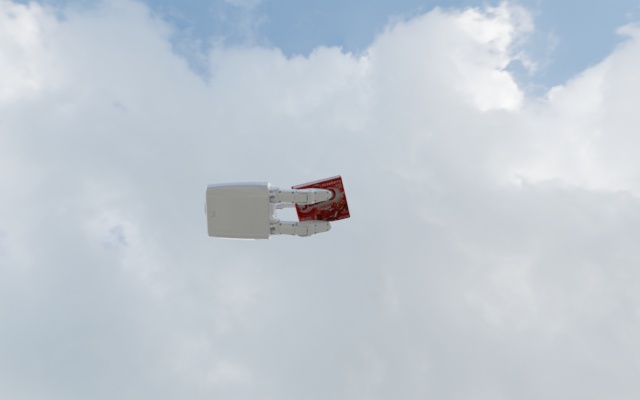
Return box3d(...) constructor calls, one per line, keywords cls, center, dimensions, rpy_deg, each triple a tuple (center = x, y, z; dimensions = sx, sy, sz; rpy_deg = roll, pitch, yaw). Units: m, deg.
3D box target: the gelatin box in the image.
box3d(cls="gelatin box", center=(0.000, 0.003, 0.816), dimensions=(0.089, 0.073, 0.030), rpy_deg=(-14, 12, -1))
